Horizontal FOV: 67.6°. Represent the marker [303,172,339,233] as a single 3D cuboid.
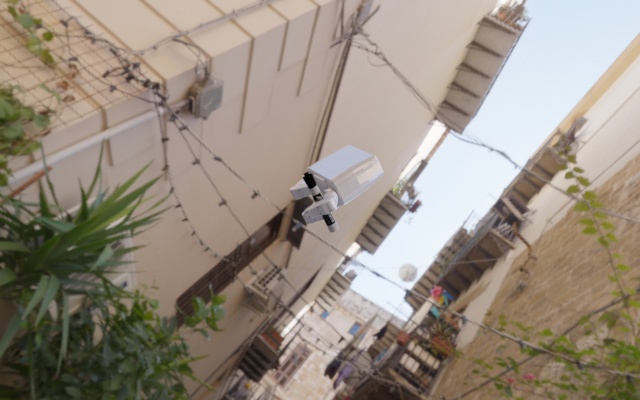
[{"bbox_3d":[0.000,0.003,0.860,0.020,0.121,0.020,-24,18,8],"label":"marker"}]
